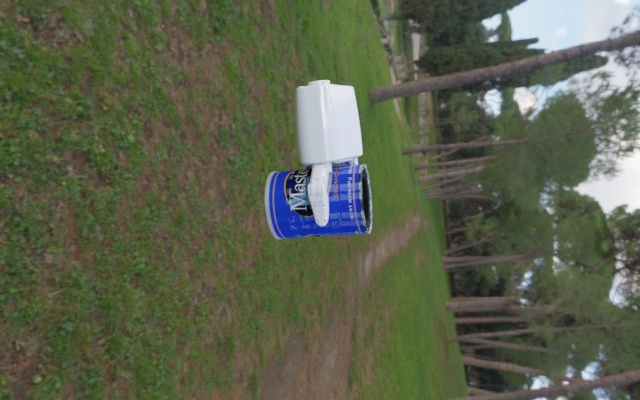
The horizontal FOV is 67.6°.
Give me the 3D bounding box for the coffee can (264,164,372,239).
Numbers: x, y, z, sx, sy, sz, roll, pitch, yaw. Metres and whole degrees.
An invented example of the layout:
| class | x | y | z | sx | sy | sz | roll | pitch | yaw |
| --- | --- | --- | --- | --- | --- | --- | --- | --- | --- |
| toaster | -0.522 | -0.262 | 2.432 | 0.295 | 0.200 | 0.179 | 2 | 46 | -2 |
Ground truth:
| class | x | y | z | sx | sy | sz | roll | pitch | yaw |
| --- | --- | --- | --- | --- | --- | --- | --- | --- | --- |
| coffee can | 0.000 | 0.003 | 0.706 | 0.140 | 0.103 | 0.103 | -4 | -1 | 13 |
